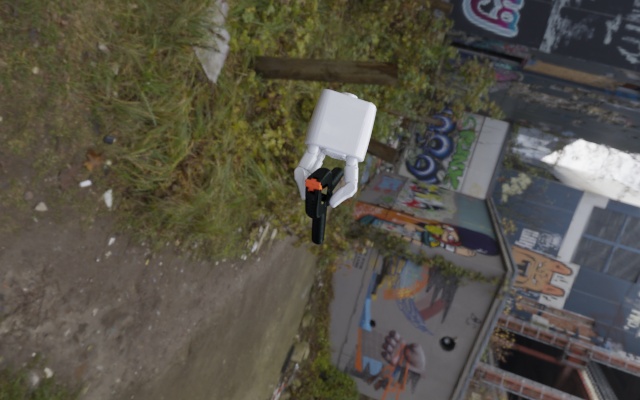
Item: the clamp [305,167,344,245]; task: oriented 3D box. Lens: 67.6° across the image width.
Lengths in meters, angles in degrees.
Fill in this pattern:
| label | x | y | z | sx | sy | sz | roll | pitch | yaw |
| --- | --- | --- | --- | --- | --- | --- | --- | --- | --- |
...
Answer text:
| label | x | y | z | sx | sy | sz | roll | pitch | yaw |
| --- | --- | --- | --- | --- | --- | --- | --- | --- | --- |
| clamp | 0.001 | 0.003 | 0.896 | 0.036 | 0.164 | 0.210 | 14 | -2 | 11 |
